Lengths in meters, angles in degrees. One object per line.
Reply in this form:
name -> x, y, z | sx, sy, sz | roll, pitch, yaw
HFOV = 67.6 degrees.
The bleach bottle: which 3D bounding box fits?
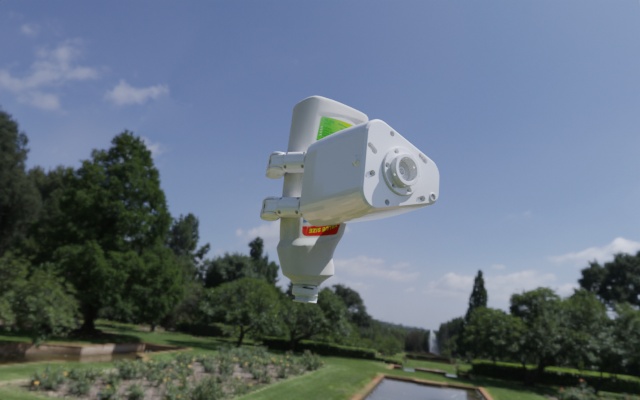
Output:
bleach bottle -> 0.000, 0.002, 0.602 | 0.102, 0.250, 0.068 | 15, -17, -33
